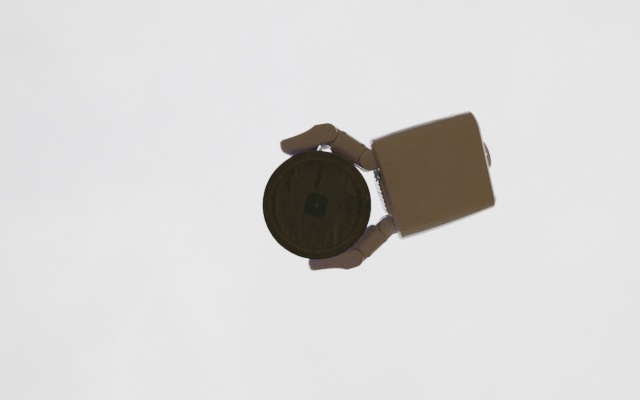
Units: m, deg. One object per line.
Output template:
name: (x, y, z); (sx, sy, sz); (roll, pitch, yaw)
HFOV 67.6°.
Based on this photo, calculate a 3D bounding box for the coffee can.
coffee can: (0.000, 0.002, 0.513); (0.103, 0.103, 0.140); (0, 2, 3)
